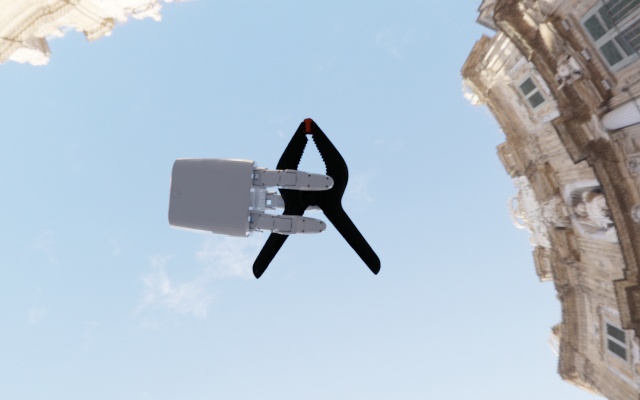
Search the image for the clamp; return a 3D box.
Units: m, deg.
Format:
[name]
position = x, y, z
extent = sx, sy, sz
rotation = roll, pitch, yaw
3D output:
[clamp]
position = 0.000, 0.001, 0.611
extent = 0.164, 0.210, 0.036
rotation = 4, 0, 4
